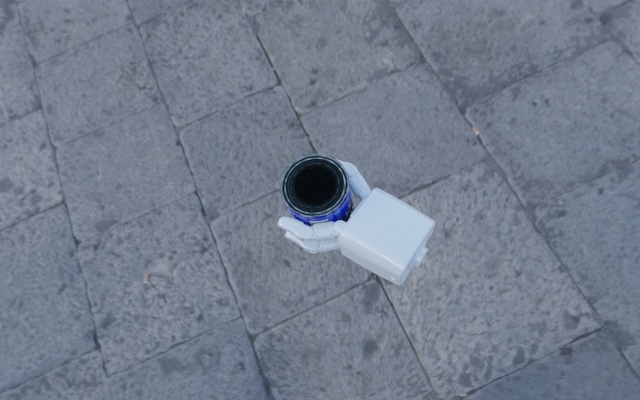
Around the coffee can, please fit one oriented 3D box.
[{"bbox_3d":[0.000,0.002,0.761,0.103,0.102,0.140,0,-22,8],"label":"coffee can"}]
